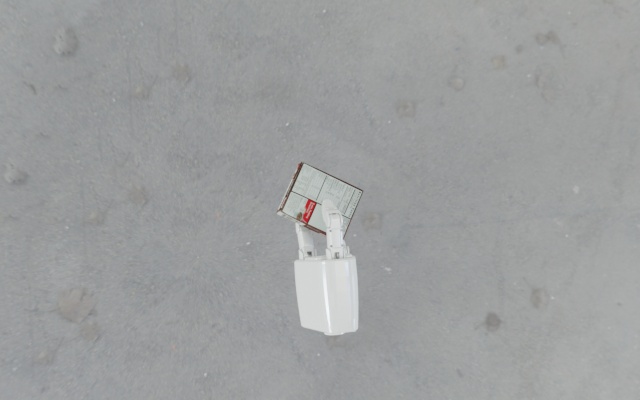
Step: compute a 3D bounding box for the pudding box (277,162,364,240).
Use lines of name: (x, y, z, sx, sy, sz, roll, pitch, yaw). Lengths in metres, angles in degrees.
pudding box: (0.000, 0.003, 0.756, 0.113, 0.090, 0.039, 26, -10, -11)
